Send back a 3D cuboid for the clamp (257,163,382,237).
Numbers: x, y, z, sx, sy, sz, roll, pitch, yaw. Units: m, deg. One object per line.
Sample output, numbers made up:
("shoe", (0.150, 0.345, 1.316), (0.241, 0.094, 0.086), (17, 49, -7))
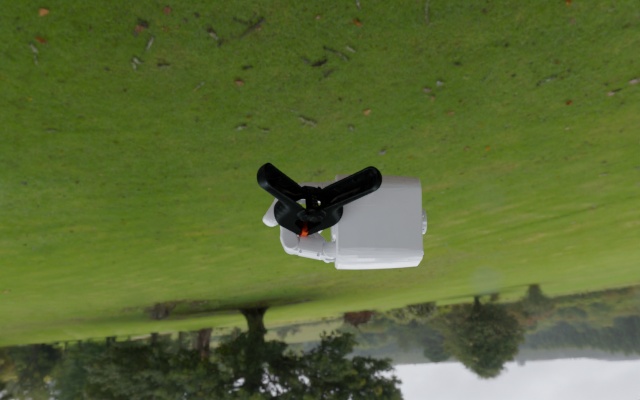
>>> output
("clamp", (0.000, 0.002, 0.519), (0.120, 0.039, 0.171), (4, -19, 2))
